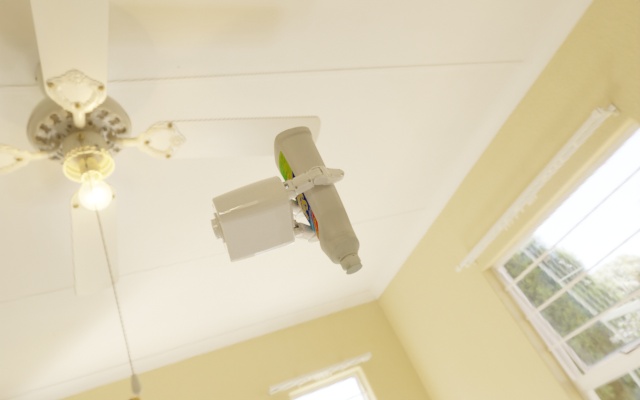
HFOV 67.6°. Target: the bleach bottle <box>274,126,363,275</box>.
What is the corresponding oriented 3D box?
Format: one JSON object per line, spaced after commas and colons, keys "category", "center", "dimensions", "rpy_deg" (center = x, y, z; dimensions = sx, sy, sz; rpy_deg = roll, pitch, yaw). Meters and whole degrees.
{"category": "bleach bottle", "center": [0.000, 0.003, 0.767], "dimensions": [0.068, 0.250, 0.103], "rpy_deg": [-19, -32, -16]}
